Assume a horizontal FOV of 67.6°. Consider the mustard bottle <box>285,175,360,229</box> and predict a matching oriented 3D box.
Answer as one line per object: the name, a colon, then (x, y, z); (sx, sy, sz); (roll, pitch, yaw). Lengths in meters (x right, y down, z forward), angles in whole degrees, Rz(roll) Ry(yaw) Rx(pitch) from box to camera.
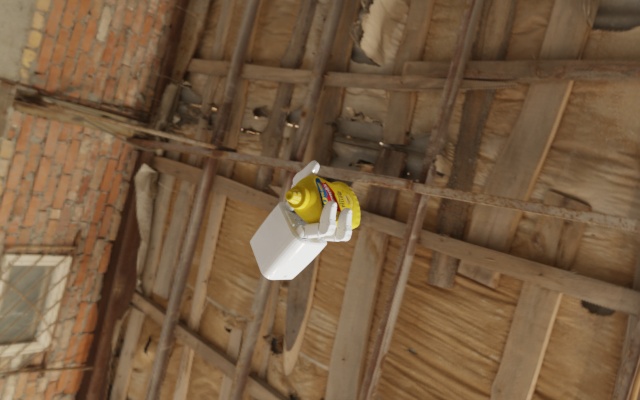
mustard bottle: (0.001, 0.003, 0.878); (0.058, 0.096, 0.191); (-25, -20, 30)
